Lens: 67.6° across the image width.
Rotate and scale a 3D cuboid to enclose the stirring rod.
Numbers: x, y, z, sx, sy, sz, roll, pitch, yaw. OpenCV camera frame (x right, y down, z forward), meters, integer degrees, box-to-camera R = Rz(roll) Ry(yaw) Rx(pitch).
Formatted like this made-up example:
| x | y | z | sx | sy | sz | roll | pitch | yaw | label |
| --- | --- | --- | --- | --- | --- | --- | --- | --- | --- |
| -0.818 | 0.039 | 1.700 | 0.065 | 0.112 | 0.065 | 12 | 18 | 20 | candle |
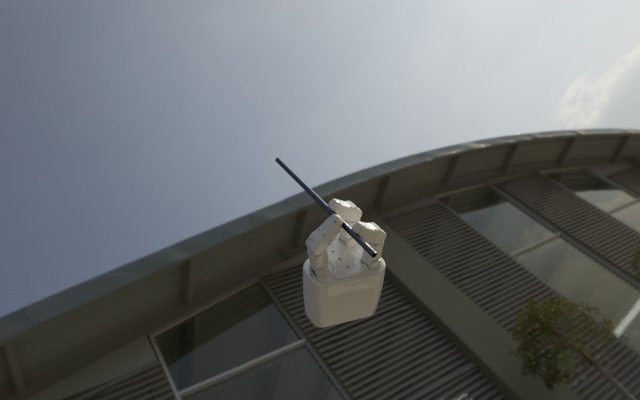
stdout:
| x | y | z | sx | sy | sz | roll | pitch | yaw | label |
| --- | --- | --- | --- | --- | --- | --- | --- | --- | --- |
| 0.000 | 0.002 | 0.666 | 0.011 | 0.011 | 0.239 | 0 | 33 | -42 | stirring rod |
